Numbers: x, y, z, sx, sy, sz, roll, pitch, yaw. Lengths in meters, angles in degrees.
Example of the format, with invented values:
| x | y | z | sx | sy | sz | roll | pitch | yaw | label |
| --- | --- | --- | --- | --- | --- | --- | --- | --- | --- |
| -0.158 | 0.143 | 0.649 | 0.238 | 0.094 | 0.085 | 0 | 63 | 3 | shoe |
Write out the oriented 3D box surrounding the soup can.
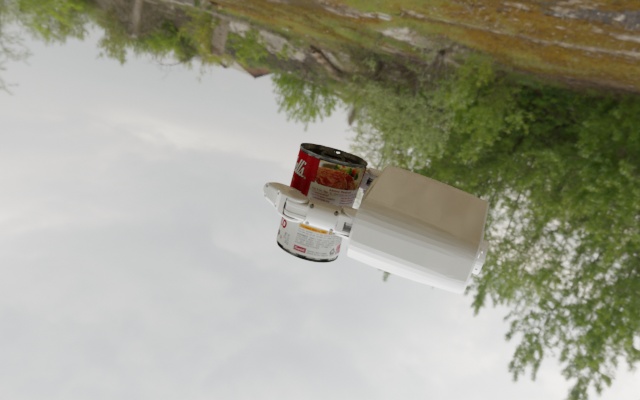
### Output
| x | y | z | sx | sy | sz | roll | pitch | yaw | label |
| --- | --- | --- | --- | --- | --- | --- | --- | --- | --- |
| -0.001 | 0.002 | 0.473 | 0.068 | 0.102 | 0.068 | 15 | 15 | -4 | soup can |
